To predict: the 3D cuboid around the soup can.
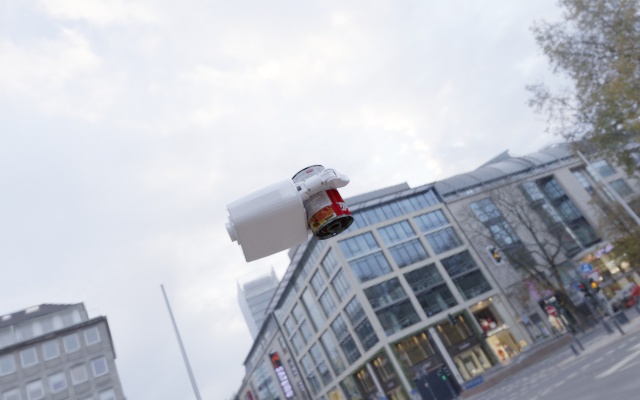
[{"bbox_3d":[0.000,0.002,0.758,0.068,0.102,0.068,-23,-24,-11],"label":"soup can"}]
